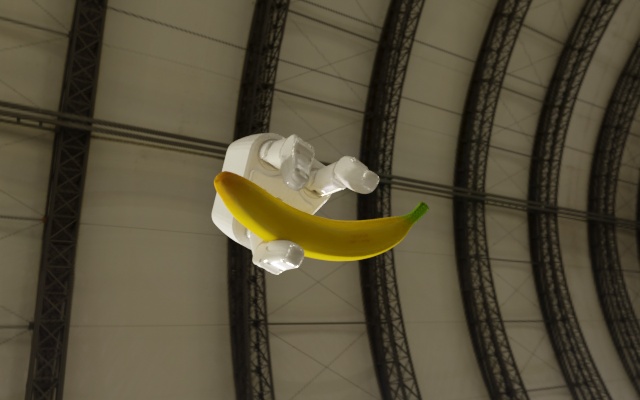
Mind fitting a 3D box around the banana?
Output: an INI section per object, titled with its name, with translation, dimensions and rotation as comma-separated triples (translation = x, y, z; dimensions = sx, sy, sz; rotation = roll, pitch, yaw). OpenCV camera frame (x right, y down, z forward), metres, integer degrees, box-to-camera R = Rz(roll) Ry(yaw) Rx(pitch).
[banana]
translation = -0.001, 0.020, 0.425
dimensions = 0.198, 0.069, 0.037
rotation = 7, 13, -22
